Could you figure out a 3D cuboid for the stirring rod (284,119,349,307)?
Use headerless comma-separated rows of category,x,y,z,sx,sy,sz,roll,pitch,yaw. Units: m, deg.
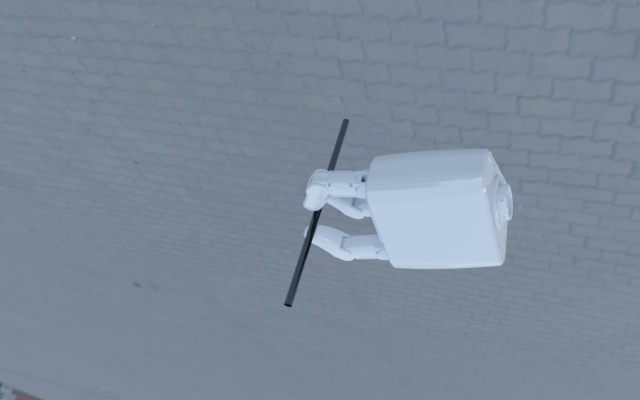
stirring rod,0.000,0.002,0.515,0.011,0.239,0.011,13,-32,8
